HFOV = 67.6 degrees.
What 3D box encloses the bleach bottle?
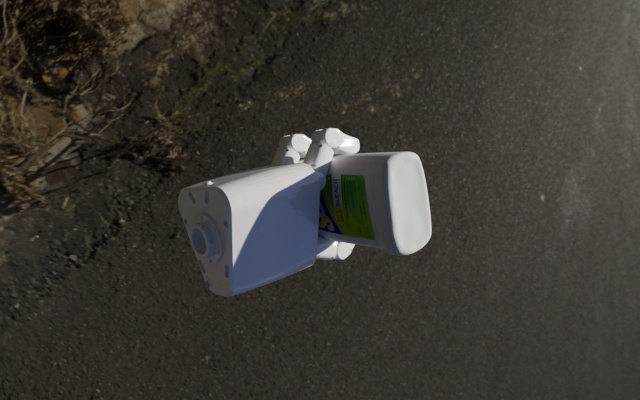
[{"bbox_3d":[0.000,0.002,0.545,0.068,0.102,0.251,-17,11,-42],"label":"bleach bottle"}]
